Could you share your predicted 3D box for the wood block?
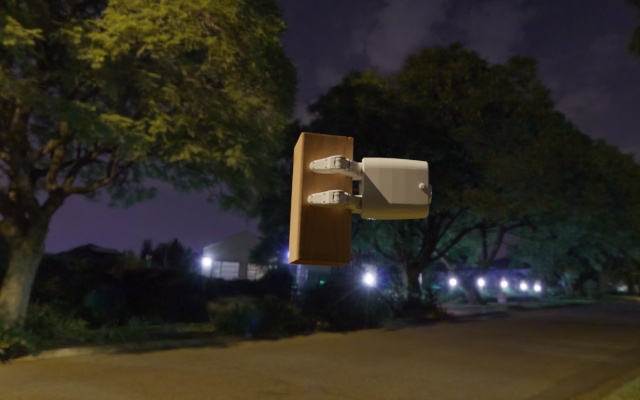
[{"bbox_3d":[0.000,0.003,0.799,0.090,0.206,0.091,4,-12,-10],"label":"wood block"}]
